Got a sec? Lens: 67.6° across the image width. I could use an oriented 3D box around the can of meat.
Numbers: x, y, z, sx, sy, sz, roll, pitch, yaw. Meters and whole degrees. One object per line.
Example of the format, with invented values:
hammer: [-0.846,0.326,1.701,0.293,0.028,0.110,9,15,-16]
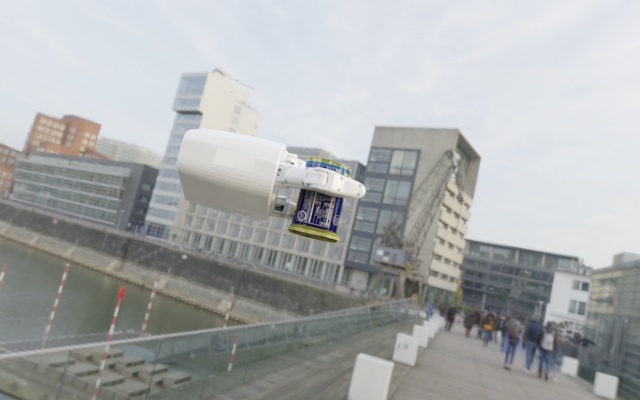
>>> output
can of meat: [0.000,0.002,0.558,0.057,0.084,0.102,13,-7,0]
